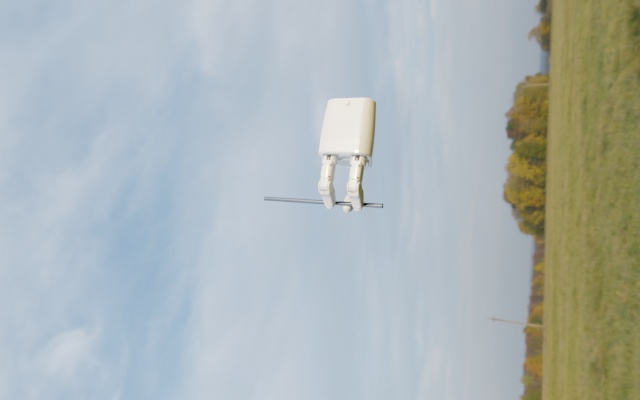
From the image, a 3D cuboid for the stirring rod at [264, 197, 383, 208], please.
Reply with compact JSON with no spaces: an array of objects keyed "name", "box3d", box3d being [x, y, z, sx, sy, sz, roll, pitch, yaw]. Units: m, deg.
[{"name":"stirring rod","box3d":[0.000,0.003,0.892,0.239,0.011,0.011,4,1,24]}]
